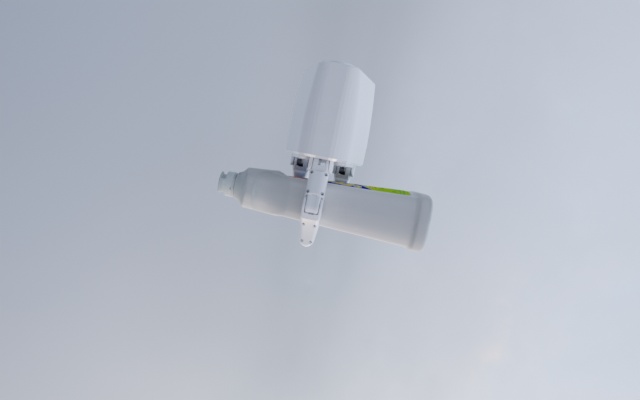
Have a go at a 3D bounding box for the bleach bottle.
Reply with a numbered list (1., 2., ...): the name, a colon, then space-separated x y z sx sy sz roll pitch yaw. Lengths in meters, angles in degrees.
1. bleach bottle: 0.000 0.002 0.578 0.251 0.068 0.102 11 4 1
